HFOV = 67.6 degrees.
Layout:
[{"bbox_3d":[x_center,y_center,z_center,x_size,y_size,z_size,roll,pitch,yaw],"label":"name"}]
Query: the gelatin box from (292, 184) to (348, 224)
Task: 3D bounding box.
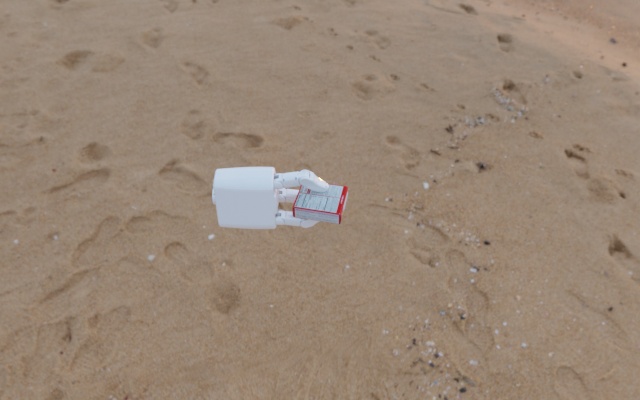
[{"bbox_3d":[0.000,0.003,0.866,0.089,0.030,0.073,8,45,10],"label":"gelatin box"}]
